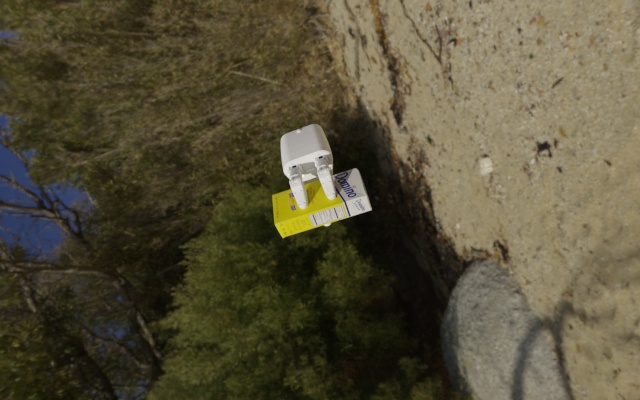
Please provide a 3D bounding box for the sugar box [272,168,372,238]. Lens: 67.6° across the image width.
[{"bbox_3d":[0.000,0.002,0.899,0.176,0.048,0.093,-20,39,6],"label":"sugar box"}]
